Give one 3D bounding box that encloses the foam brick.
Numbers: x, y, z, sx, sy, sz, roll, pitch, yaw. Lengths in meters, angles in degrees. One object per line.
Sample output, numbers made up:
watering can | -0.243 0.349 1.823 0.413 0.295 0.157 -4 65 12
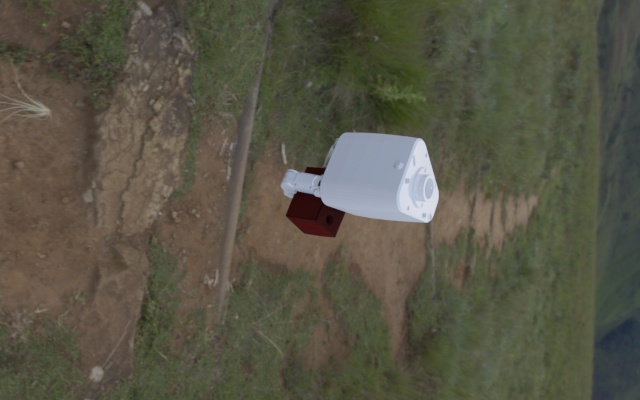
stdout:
foam brick | 0.000 0.002 0.626 0.051 0.078 0.053 8 -23 36
